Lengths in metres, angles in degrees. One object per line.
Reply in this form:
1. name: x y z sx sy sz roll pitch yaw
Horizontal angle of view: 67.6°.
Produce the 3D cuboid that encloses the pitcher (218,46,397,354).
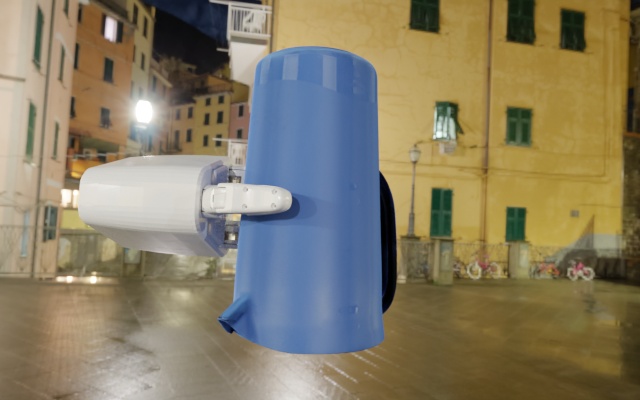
1. pitcher: 0.000 0.001 0.424 0.145 0.243 0.149 2 -3 6
